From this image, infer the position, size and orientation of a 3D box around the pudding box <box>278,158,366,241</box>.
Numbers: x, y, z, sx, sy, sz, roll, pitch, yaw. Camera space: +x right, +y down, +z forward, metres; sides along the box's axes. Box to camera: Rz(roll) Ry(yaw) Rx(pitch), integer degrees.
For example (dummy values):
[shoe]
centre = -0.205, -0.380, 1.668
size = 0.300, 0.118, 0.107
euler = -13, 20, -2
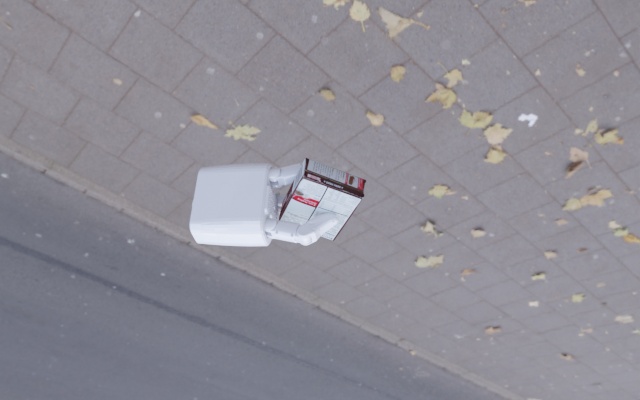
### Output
[pudding box]
centre = 0.000, 0.002, 0.665
size = 0.090, 0.039, 0.114
euler = 19, -40, -11
